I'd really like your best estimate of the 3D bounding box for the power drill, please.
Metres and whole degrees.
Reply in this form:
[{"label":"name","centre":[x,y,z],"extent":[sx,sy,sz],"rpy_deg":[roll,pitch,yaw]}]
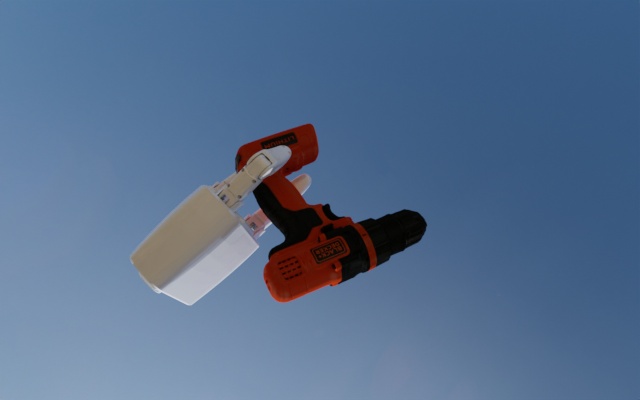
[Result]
[{"label":"power drill","centre":[0.000,0.002,0.528],"extent":[0.184,0.187,0.057],"rpy_deg":[-20,-31,-18]}]
